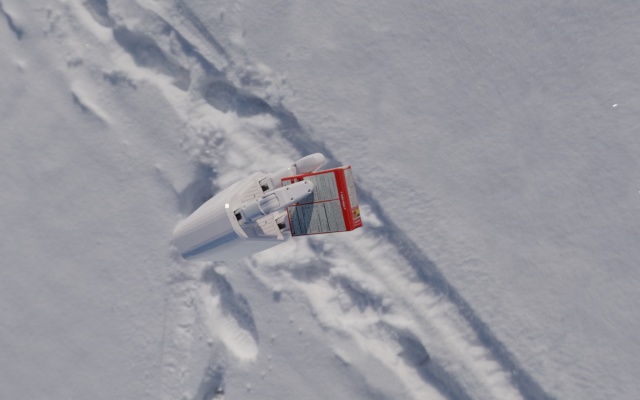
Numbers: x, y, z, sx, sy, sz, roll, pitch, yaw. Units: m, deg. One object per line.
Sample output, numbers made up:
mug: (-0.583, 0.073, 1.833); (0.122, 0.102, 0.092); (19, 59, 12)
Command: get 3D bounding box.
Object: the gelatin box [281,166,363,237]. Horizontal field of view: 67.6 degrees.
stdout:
gelatin box: (0.000, 0.002, 0.566); (0.089, 0.073, 0.030); (-8, 6, 34)
